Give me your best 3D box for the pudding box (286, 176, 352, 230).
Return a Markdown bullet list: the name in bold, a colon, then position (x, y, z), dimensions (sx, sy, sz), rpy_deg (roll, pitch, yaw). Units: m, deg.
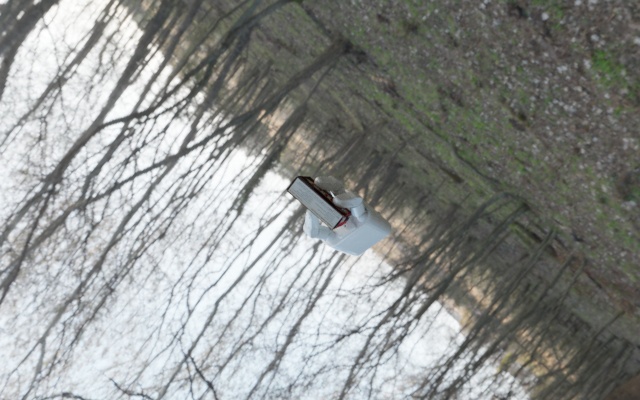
- **pudding box**: position (0.000, 0.003, 0.869), dimensions (0.113, 0.039, 0.090), rpy_deg (39, 9, 9)
